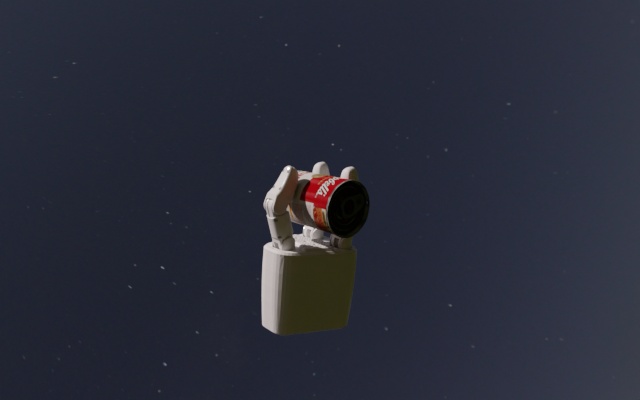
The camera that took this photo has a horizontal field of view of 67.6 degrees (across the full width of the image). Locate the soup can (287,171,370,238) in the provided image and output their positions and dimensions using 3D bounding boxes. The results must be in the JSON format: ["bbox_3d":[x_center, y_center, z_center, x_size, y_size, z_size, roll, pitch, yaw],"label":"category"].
[{"bbox_3d":[0.000,0.001,0.583,0.068,0.068,0.102,0,9,-42],"label":"soup can"}]
